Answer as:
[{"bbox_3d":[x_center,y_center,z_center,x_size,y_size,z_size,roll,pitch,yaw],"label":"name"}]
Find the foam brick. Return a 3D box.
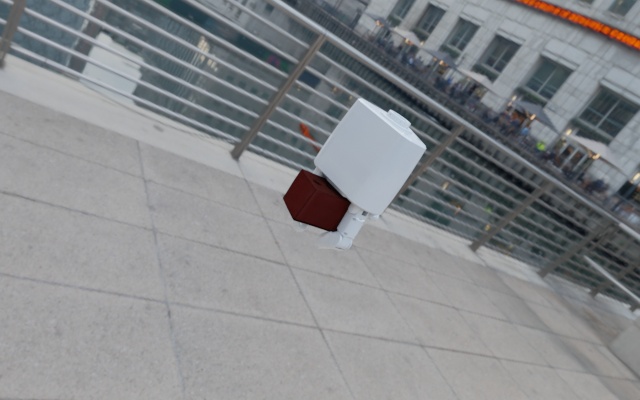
[{"bbox_3d":[0.000,0.002,0.627,0.078,0.051,0.053,20,24,-36],"label":"foam brick"}]
